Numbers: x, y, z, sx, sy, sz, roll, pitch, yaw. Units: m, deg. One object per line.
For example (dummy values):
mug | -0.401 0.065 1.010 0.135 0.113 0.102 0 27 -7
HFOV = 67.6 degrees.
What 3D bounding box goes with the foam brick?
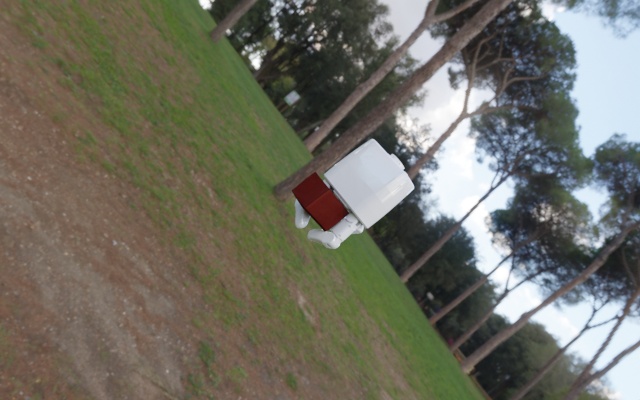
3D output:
foam brick | 0.000 0.002 0.774 0.078 0.051 0.053 49 4 -46
